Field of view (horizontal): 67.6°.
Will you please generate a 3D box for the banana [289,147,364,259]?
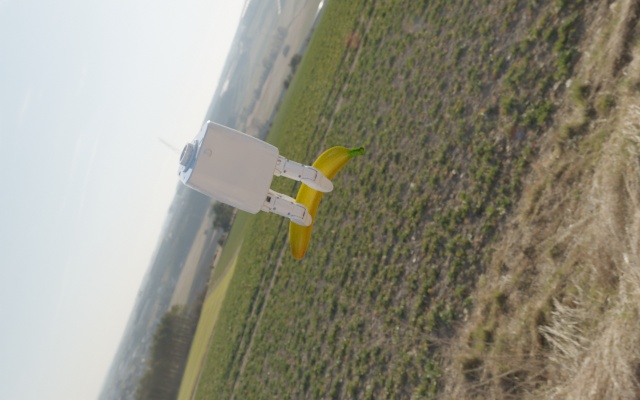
[{"bbox_3d":[-0.007,-0.007,0.741,0.037,0.198,0.069,24,8,-36],"label":"banana"}]
